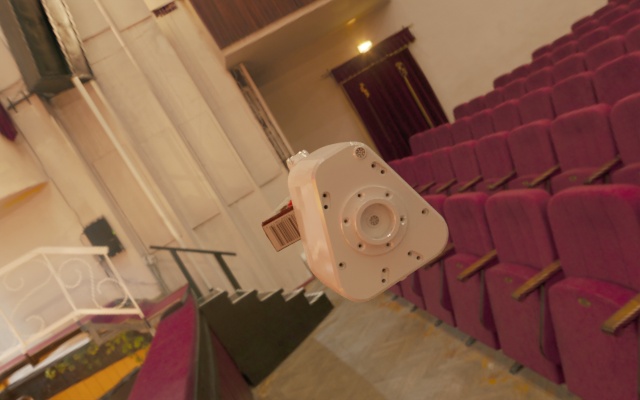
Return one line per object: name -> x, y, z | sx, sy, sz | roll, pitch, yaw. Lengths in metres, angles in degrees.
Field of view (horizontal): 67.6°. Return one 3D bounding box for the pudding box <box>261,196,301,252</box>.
pudding box -> 0.000, 0.002, 0.520 | 0.113, 0.039, 0.090 | -27, 9, 19
